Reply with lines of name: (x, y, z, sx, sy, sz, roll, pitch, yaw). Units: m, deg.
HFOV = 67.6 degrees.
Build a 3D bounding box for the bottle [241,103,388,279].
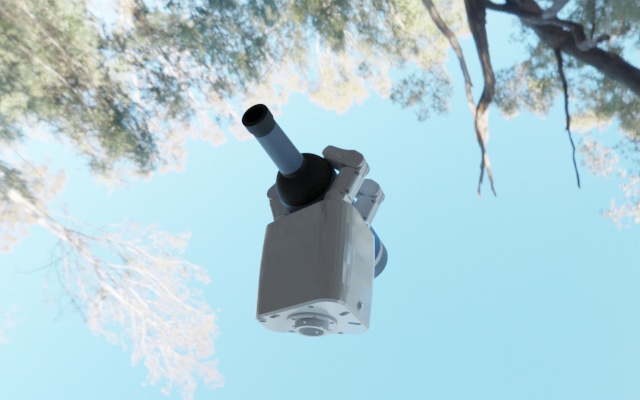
bottle: (0.000, 0.002, 0.536, 0.069, 0.069, 0.296, 0, -32, 28)
